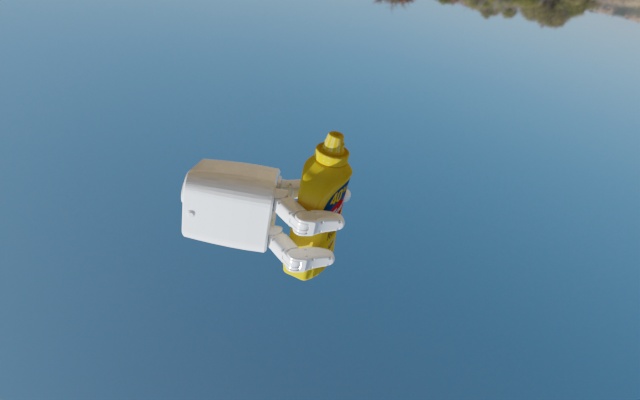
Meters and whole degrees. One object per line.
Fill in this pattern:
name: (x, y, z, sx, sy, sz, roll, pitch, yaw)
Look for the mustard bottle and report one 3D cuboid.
mustard bottle: (0.000, 0.002, 0.602, 0.058, 0.192, 0.096, 23, 34, 16)
